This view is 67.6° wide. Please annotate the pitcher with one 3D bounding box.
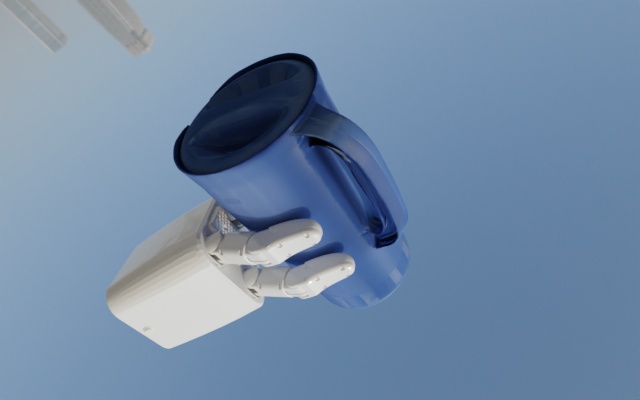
[{"bbox_3d":[0.000,0.001,0.434,0.145,0.149,0.243,-28,-49,12],"label":"pitcher"}]
